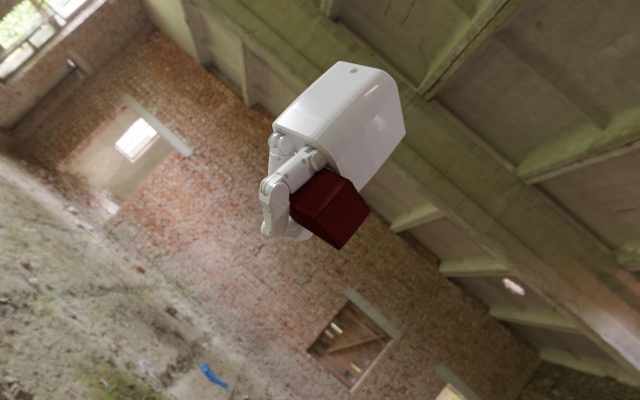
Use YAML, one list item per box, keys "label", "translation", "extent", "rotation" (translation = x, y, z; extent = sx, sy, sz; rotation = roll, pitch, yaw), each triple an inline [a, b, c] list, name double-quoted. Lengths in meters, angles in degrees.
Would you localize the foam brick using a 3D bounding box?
- label: "foam brick"
  translation: [0.000, 0.002, 0.470]
  extent: [0.078, 0.051, 0.053]
  rotation: [30, -18, 46]
